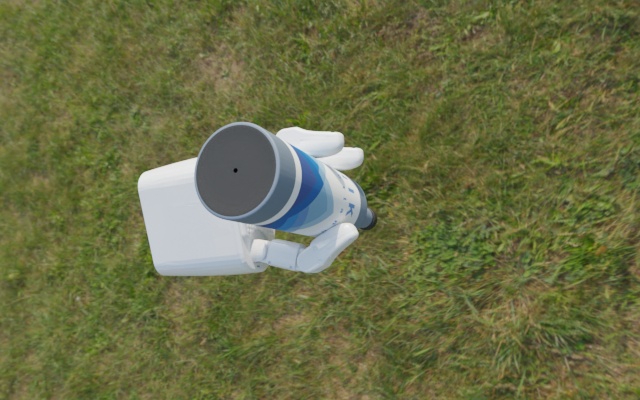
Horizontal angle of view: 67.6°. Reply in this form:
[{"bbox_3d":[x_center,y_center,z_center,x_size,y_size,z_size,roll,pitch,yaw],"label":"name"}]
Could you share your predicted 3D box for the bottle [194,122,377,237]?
[{"bbox_3d":[0.000,0.001,0.448,0.069,0.069,0.296,0,-8,23],"label":"bottle"}]
